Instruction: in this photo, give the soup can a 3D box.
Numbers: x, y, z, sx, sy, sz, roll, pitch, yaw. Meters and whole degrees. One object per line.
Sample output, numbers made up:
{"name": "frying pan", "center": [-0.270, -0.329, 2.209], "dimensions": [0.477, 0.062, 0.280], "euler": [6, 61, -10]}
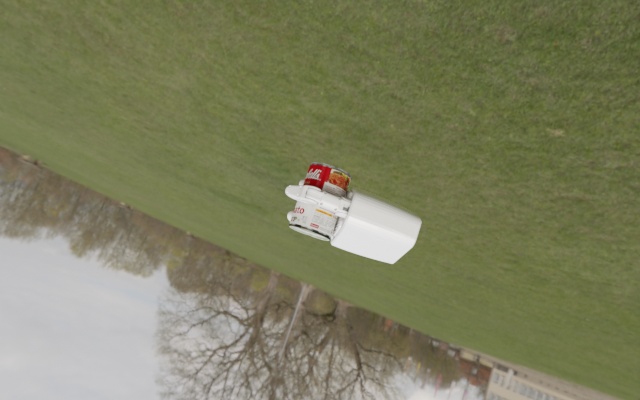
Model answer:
{"name": "soup can", "center": [0.000, 0.002, 0.720], "dimensions": [0.068, 0.102, 0.068], "euler": [19, -10, 3]}
